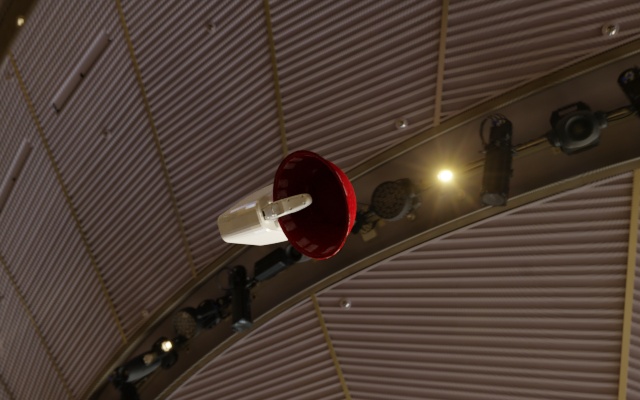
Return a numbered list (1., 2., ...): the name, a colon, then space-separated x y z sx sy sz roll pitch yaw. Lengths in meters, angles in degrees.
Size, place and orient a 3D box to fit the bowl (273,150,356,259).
1. bowl: 0.001 0.002 0.709 0.055 0.162 0.162 -15 10 -42
